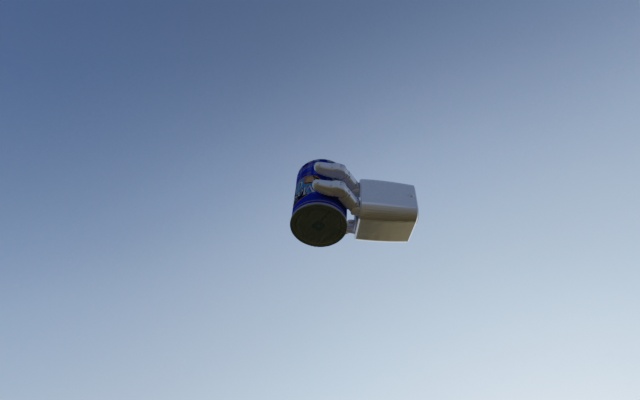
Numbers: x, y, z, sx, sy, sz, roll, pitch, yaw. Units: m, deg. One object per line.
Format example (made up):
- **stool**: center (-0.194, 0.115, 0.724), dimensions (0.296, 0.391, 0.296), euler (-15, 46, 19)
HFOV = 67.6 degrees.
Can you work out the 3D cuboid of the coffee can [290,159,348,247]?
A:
- **coffee can**: center (0.000, 0.003, 0.899), dimensions (0.103, 0.103, 0.140), euler (0, 39, 4)
